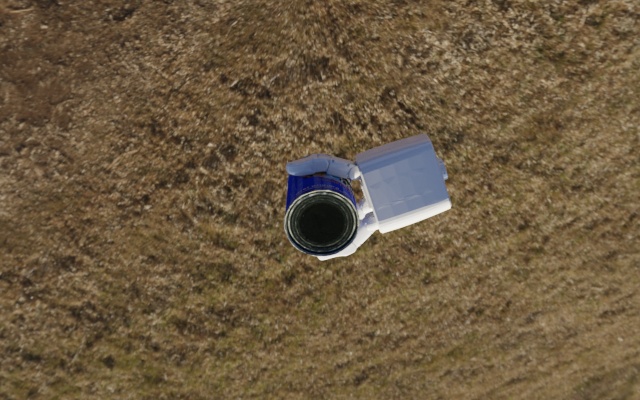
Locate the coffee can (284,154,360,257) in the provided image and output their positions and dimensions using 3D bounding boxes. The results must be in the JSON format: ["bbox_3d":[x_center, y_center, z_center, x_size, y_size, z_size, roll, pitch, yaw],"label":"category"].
[{"bbox_3d":[0.000,0.002,0.702,0.103,0.103,0.140,0,25,-2],"label":"coffee can"}]
